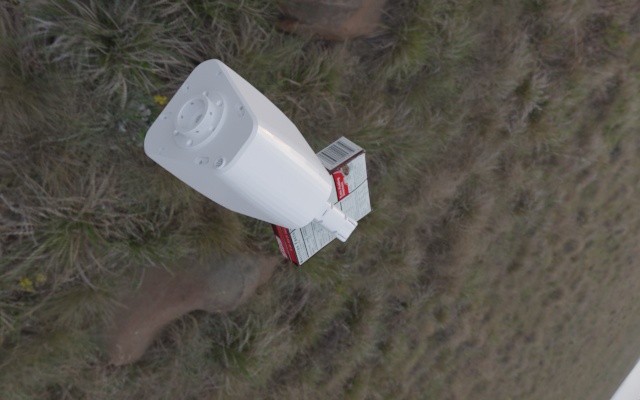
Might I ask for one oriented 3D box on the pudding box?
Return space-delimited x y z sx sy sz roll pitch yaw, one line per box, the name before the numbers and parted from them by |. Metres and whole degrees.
pudding box | 0.000 0.002 0.492 0.113 0.090 0.039 -34 48 -22
